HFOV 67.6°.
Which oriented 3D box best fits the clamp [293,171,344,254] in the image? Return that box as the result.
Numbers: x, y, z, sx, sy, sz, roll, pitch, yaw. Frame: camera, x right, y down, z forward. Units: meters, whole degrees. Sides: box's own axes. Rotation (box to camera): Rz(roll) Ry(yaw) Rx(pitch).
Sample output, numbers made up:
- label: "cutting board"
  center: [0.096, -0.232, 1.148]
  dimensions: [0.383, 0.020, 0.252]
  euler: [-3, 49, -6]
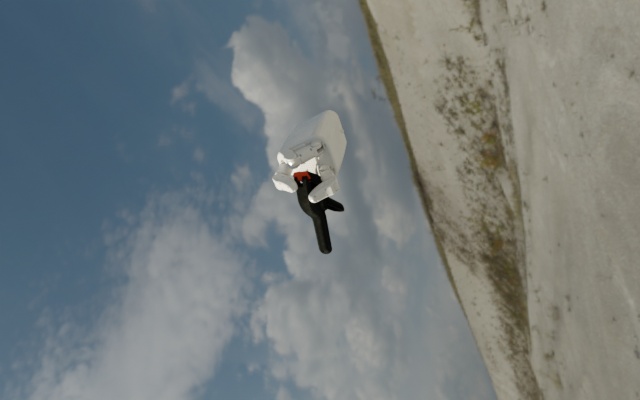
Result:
- label: "clamp"
  center: [-0.001, 0.003, 0.900]
  dimensions: [0.039, 0.172, 0.120]
  euler: [-6, 36, 22]
